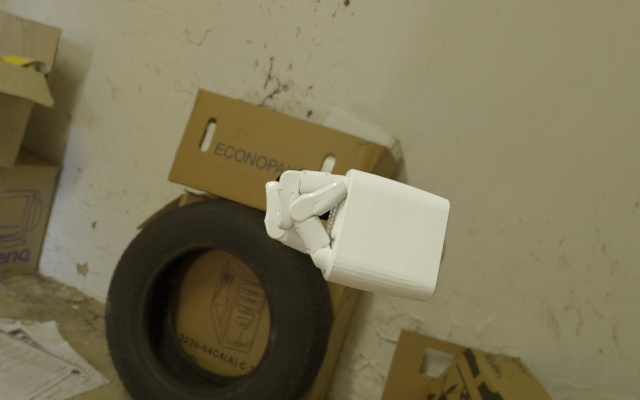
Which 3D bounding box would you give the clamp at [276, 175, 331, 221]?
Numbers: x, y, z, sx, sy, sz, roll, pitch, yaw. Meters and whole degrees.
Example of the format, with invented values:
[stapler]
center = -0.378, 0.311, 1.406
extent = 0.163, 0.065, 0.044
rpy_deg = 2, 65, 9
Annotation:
[clamp]
center = 0.000, 0.001, 0.575
extent = 0.120, 0.039, 0.171
rpy_deg = 15, 7, -5
